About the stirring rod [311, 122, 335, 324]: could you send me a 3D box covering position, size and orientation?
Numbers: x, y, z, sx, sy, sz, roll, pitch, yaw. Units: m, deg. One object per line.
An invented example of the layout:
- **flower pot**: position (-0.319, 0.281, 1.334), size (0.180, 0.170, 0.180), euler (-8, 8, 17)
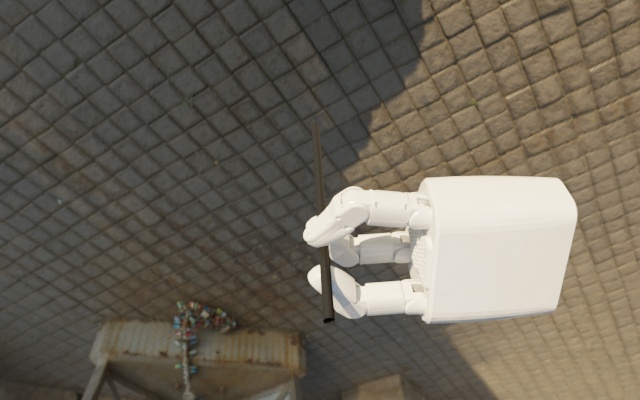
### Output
- **stirring rod**: position (0.000, 0.001, 0.412), size (0.011, 0.011, 0.239), euler (0, 42, -4)
